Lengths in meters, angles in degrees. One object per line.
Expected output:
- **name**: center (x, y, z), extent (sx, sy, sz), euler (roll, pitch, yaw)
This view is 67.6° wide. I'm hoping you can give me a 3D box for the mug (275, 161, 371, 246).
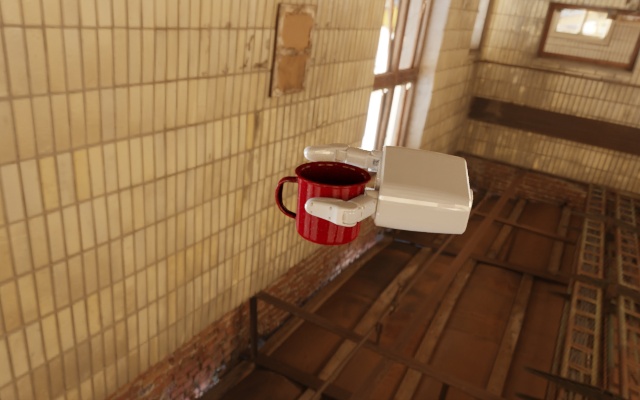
- **mug**: center (-0.001, 0.002, 0.597), extent (0.117, 0.081, 0.093), euler (8, 22, 6)
